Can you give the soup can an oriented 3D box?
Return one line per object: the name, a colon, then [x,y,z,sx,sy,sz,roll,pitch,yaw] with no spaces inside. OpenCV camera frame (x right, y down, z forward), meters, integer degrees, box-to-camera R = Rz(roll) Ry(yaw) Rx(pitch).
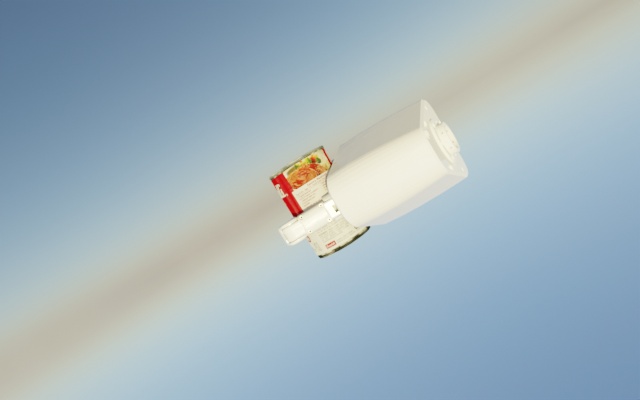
soup can: [0.000,0.002,0.512,0.068,0.102,0.068,-32,3,2]
